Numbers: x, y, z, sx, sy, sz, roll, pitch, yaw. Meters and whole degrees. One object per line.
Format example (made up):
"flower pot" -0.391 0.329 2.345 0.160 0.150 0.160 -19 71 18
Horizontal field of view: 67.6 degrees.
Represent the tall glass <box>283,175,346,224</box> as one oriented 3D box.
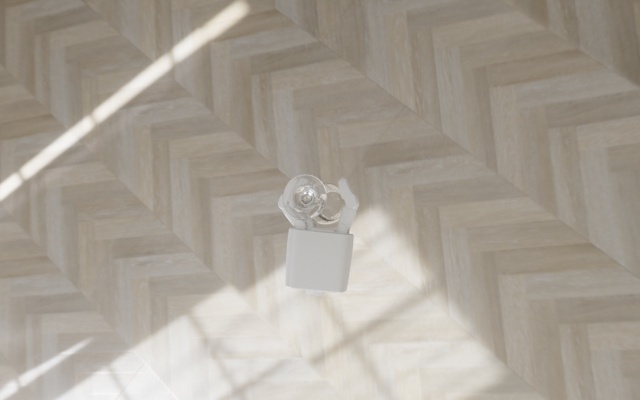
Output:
"tall glass" 0.000 0.003 0.860 0.079 0.079 0.201 0 -4 15
